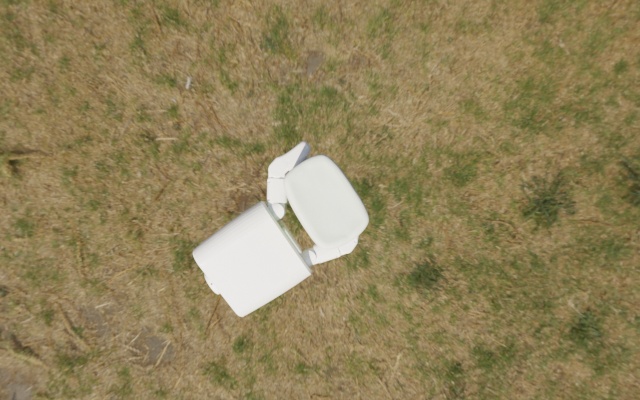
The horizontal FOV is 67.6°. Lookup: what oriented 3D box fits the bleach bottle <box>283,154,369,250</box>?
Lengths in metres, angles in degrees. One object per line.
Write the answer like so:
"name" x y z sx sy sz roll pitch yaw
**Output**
"bleach bottle" 0.000 0.002 0.624 0.068 0.102 0.251 -32 0 -2
